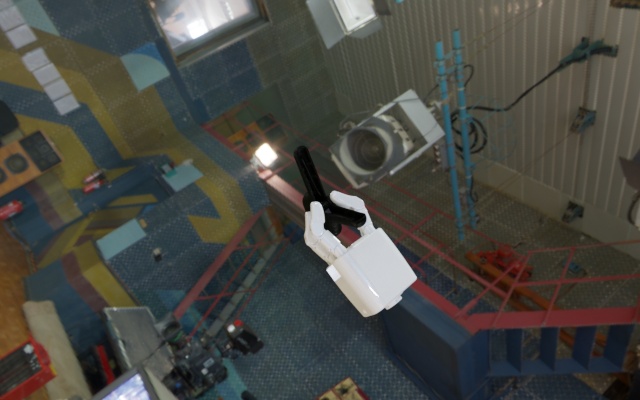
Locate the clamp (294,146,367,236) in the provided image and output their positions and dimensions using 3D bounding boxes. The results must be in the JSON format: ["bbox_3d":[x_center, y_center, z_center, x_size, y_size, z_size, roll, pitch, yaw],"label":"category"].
[{"bbox_3d":[0.001,0.003,0.827,0.036,0.164,0.210,-34,-9,-18],"label":"clamp"}]
